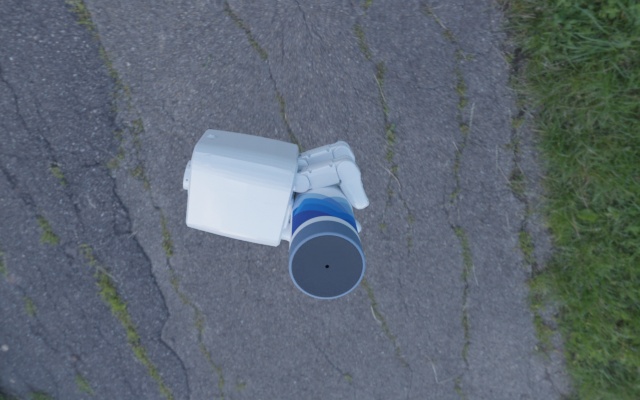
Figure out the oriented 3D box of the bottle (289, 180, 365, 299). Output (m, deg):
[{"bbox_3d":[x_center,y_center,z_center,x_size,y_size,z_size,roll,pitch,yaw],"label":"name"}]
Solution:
[{"bbox_3d":[0.000,0.002,0.546,0.069,0.069,0.295,0,22,-2],"label":"bottle"}]
